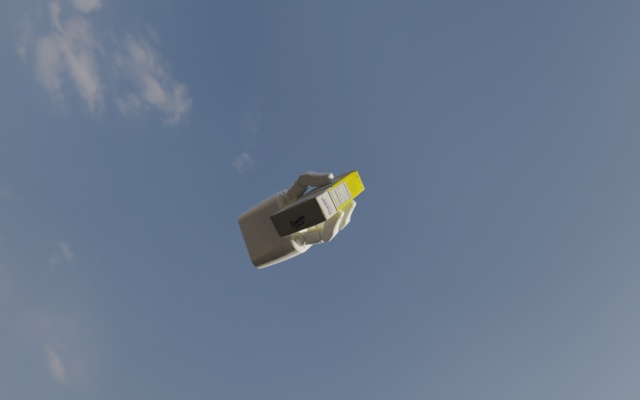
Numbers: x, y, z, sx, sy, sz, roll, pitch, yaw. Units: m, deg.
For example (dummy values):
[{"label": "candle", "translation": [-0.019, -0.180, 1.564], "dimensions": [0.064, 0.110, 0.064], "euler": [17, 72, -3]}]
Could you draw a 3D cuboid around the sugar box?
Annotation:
[{"label": "sugar box", "translation": [0.000, 0.003, 0.792], "dimensions": [0.093, 0.048, 0.176], "euler": [-23, 9, 30]}]
